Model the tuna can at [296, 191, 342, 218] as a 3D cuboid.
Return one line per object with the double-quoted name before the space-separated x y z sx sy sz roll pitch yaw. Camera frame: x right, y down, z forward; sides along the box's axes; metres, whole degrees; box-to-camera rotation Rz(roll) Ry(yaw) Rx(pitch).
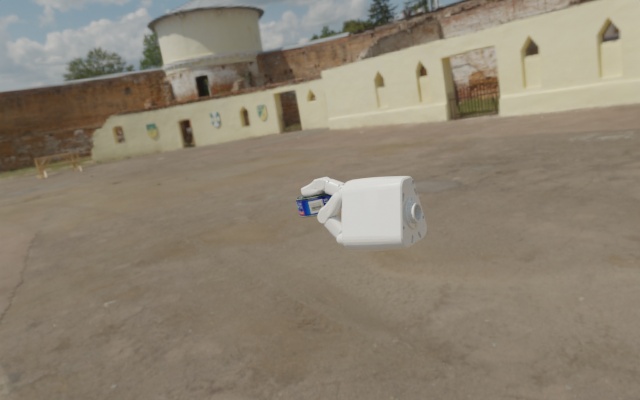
"tuna can" 0.000 0.002 0.858 0.086 0.034 0.086 -14 8 2
